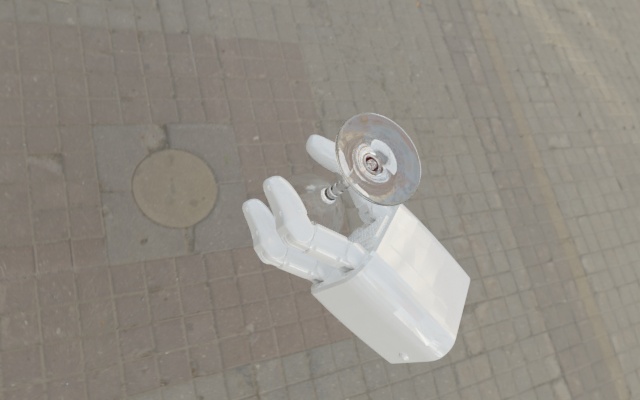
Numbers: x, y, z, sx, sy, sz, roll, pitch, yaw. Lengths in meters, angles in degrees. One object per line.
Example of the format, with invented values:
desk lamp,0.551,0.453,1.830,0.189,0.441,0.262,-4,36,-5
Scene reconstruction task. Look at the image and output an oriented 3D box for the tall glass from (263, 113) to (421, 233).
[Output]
tall glass,0.000,0.001,0.432,0.079,0.079,0.201,0,-19,-28
